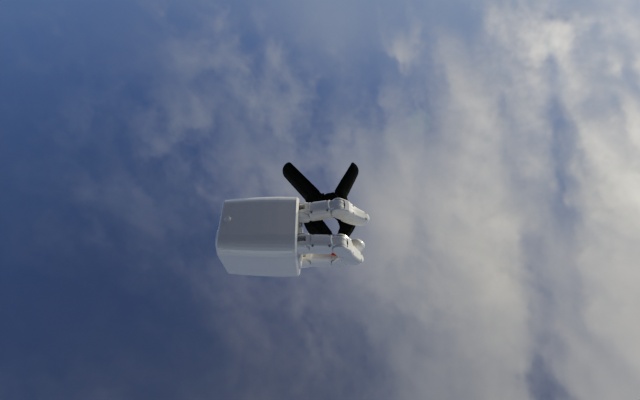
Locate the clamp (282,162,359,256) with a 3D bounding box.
[{"bbox_3d":[0.000,0.003,0.711,0.120,0.171,0.039,2,-43,-1],"label":"clamp"}]
